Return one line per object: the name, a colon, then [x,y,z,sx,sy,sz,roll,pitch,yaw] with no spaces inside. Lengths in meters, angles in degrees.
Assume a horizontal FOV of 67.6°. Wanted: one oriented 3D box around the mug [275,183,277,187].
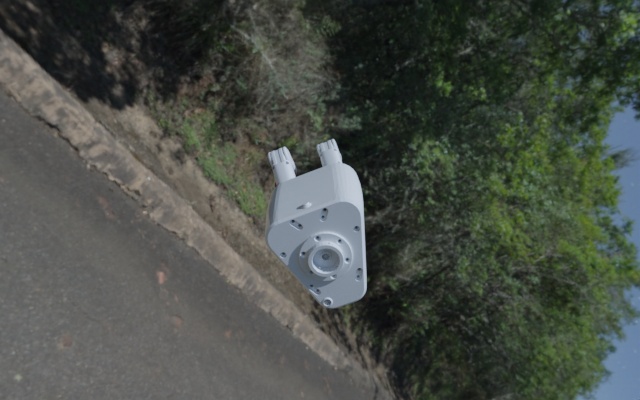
mug: [0.000,0.001,0.589,0.081,0.093,0.117,-20,20,7]
